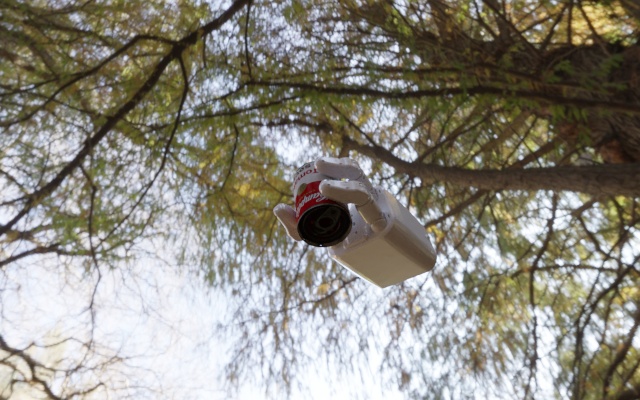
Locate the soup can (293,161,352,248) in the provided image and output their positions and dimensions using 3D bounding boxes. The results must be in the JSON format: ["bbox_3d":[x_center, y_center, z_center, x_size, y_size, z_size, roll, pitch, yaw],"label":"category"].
[{"bbox_3d":[0.000,0.002,0.619,0.068,0.069,0.102,0,36,-8],"label":"soup can"}]
